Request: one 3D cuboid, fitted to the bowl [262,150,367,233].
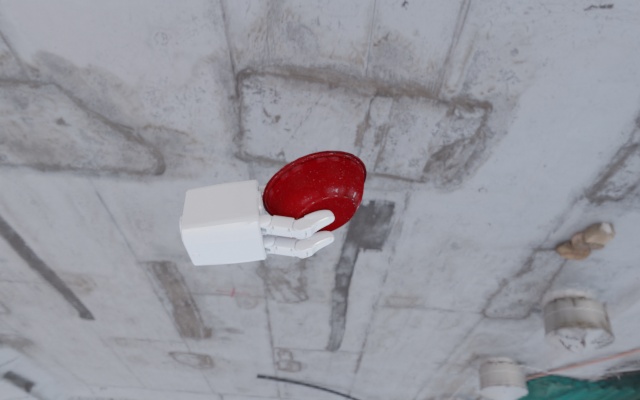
[{"bbox_3d":[0.001,0.002,0.692,0.162,0.055,0.162,-15,-34,-10],"label":"bowl"}]
